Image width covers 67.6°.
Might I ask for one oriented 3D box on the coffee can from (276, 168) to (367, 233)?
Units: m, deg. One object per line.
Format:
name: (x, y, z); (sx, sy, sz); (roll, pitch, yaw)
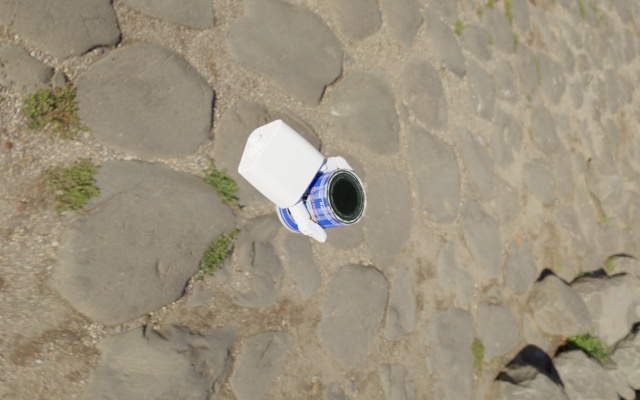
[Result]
coffee can: (0.000, 0.003, 0.890); (0.103, 0.103, 0.140); (0, -8, -43)
